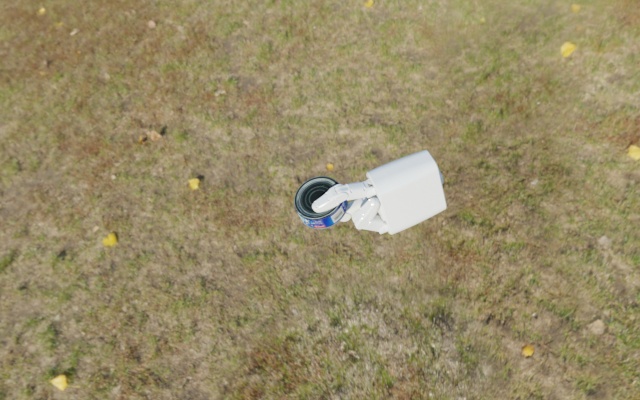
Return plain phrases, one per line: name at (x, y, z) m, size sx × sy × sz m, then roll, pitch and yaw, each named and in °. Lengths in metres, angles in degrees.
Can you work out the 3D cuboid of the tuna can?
tuna can at (0.000, 0.002, 0.790) m, size 0.086 × 0.086 × 0.034 m, roll 0°, pitch -31°, yaw 18°
